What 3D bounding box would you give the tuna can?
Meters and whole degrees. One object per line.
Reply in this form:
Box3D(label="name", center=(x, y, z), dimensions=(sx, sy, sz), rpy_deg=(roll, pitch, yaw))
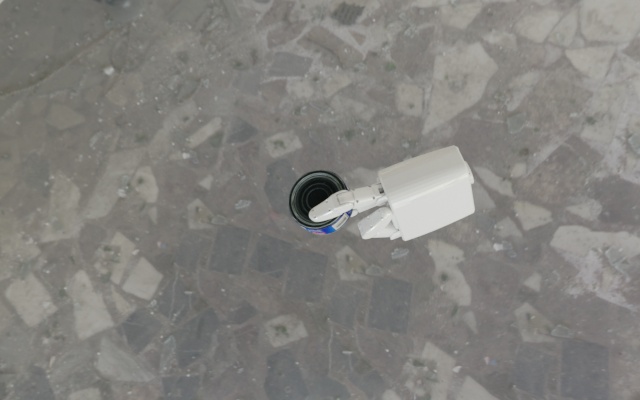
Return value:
Box3D(label="tuna can", center=(0.000, 0.002, 0.650), dimensions=(0.086, 0.086, 0.034), rpy_deg=(0, -17, 18))
